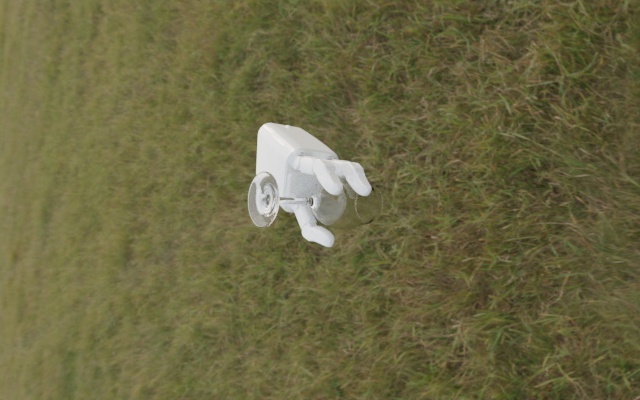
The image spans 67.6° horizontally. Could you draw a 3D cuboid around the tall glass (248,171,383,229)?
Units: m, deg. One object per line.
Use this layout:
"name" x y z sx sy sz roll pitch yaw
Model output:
"tall glass" 0.000 0.002 0.691 0.201 0.079 0.079 3 -2 -39
